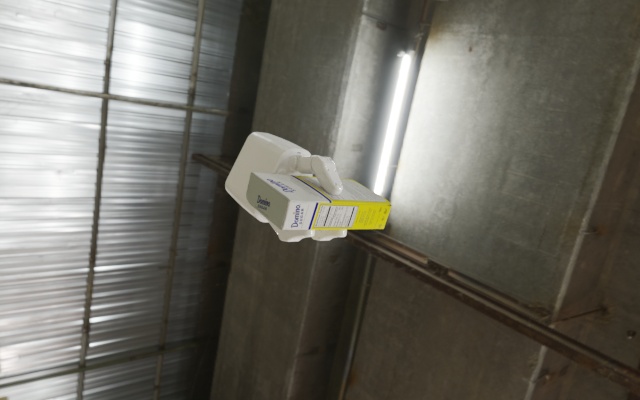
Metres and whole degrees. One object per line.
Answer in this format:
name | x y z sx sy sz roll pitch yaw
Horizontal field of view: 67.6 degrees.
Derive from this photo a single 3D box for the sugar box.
sugar box | 0.000 0.003 0.627 0.176 0.048 0.093 0 23 -39
